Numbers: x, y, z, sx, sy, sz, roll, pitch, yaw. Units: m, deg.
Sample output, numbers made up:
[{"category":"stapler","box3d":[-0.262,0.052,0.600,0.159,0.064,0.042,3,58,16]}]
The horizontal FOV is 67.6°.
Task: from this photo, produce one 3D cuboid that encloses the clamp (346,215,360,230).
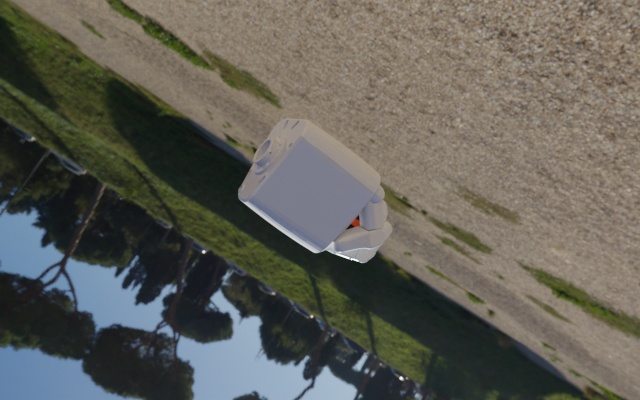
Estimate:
[{"category":"clamp","box3d":[0.000,0.003,0.628,0.120,0.039,0.171,37,-7,-26]}]
